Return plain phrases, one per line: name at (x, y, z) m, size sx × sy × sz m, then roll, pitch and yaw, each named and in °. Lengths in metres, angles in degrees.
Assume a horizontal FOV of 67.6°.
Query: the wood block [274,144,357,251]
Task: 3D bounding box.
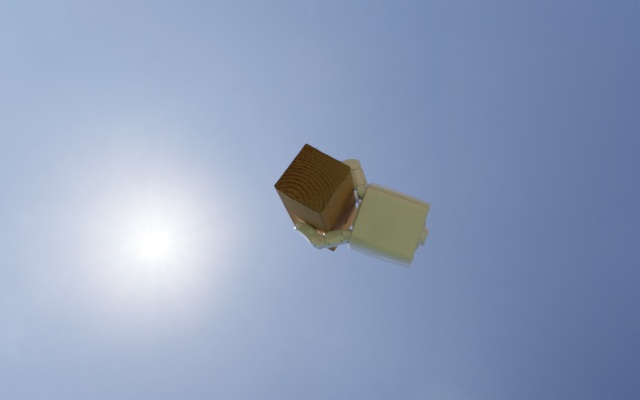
wood block at (0.000, 0.003, 0.821) m, size 0.090 × 0.091 × 0.206 m, roll 30°, pitch -16°, yaw 18°
